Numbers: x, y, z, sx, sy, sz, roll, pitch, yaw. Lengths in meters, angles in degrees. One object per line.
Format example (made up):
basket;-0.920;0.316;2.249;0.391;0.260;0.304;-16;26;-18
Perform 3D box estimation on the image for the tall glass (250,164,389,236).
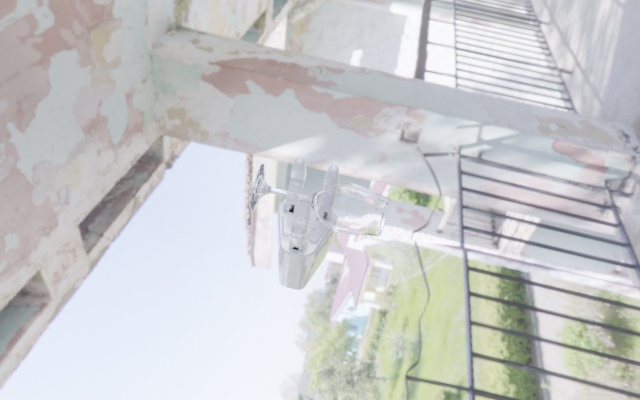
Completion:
tall glass;-0.001;0.002;0.728;0.201;0.079;0.079;13;1;3
